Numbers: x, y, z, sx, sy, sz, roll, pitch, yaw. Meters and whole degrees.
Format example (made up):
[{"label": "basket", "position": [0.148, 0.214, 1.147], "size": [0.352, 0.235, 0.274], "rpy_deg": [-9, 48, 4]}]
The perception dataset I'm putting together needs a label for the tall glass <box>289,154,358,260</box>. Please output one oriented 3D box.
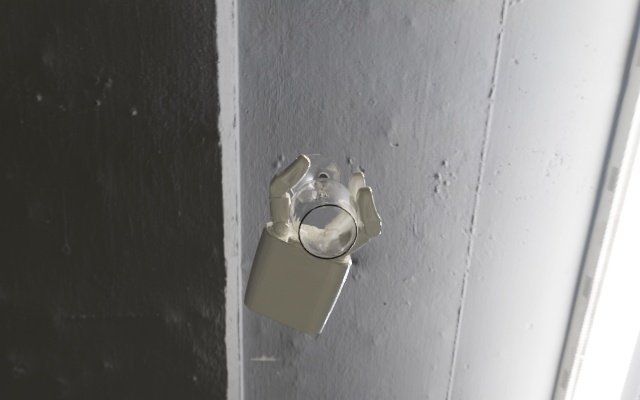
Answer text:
[{"label": "tall glass", "position": [0.000, 0.002, 0.584], "size": [0.079, 0.079, 0.201], "rpy_deg": [0, 18, -5]}]
